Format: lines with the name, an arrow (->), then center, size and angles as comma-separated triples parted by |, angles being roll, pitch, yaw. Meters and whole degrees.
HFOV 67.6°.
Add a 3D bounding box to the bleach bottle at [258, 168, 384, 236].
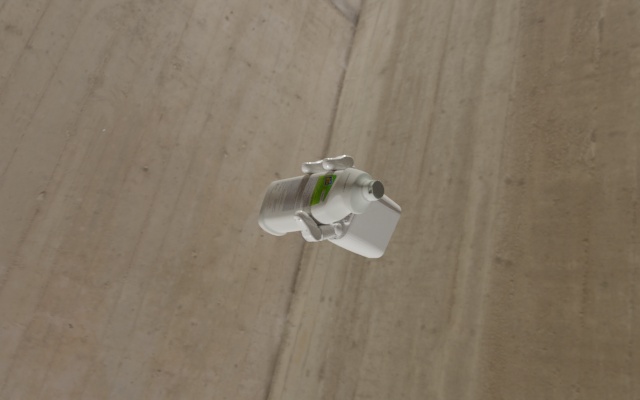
bleach bottle -> 0.000, 0.003, 0.800 | 0.068, 0.102, 0.251 | 29, -24, -36
